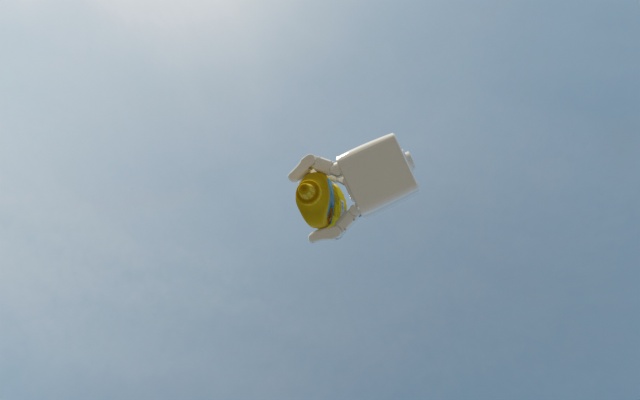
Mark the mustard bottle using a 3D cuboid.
[{"bbox_3d":[0.000,0.003,0.830,0.058,0.096,0.192,-1,-13,15],"label":"mustard bottle"}]
